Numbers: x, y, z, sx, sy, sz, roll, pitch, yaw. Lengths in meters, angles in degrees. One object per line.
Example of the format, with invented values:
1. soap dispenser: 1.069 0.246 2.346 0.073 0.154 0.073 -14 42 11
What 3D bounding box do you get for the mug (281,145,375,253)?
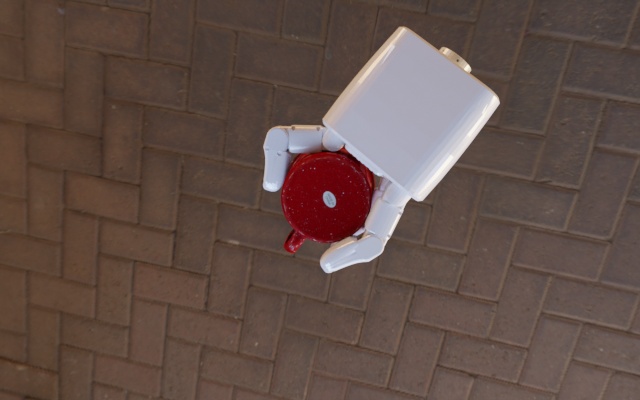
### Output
1. mug: -0.001 0.003 0.459 0.093 0.117 0.081 37 11 -4
